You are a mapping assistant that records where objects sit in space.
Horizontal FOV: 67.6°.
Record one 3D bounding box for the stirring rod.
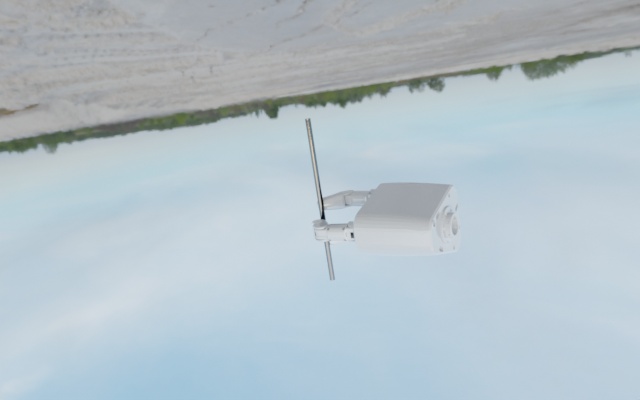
[{"bbox_3d":[0.000,0.002,0.689,0.011,0.239,0.011,-8,12,2],"label":"stirring rod"}]
